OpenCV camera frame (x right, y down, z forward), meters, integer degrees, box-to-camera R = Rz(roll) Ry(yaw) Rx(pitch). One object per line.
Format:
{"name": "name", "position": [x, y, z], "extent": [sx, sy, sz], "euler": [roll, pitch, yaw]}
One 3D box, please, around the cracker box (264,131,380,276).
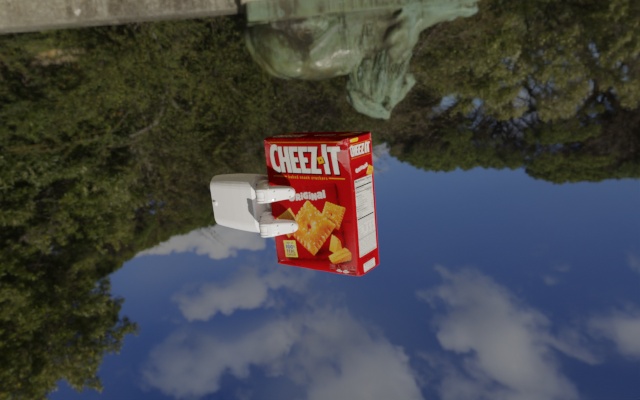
{"name": "cracker box", "position": [0.000, 0.003, 0.754], "extent": [0.164, 0.214, 0.072], "euler": [5, 17, 35]}
